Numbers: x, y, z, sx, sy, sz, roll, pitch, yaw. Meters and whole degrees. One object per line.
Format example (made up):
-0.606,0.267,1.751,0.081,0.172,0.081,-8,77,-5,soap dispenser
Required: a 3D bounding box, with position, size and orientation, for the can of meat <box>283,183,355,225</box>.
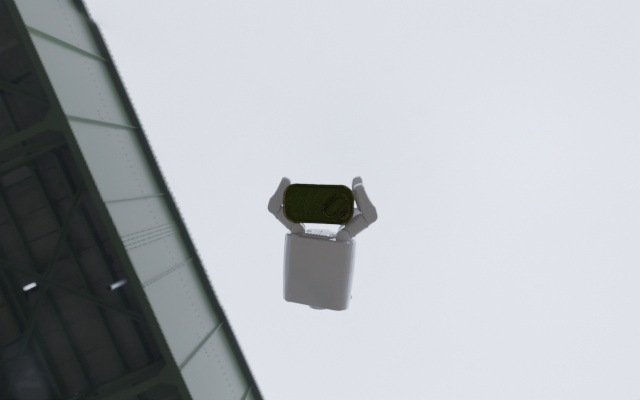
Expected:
0.000,0.002,0.718,0.102,0.057,0.084,2,4,4,can of meat
